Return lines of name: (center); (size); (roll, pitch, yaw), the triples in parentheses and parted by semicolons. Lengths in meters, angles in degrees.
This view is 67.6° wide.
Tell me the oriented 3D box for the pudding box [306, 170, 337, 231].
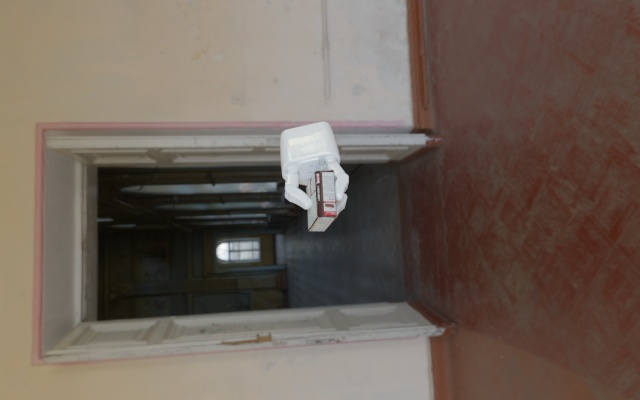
pudding box: (0.000, 0.003, 0.884); (0.039, 0.090, 0.113); (-2, -15, -9)
